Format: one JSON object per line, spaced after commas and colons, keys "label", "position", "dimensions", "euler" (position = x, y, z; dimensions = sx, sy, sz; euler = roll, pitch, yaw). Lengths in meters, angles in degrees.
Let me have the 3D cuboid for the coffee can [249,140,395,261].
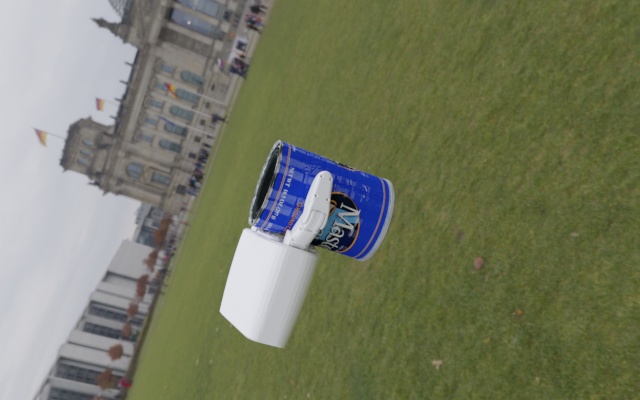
{"label": "coffee can", "position": [0.000, 0.002, 0.555], "dimensions": [0.140, 0.103, 0.103], "euler": [19, -5, -15]}
